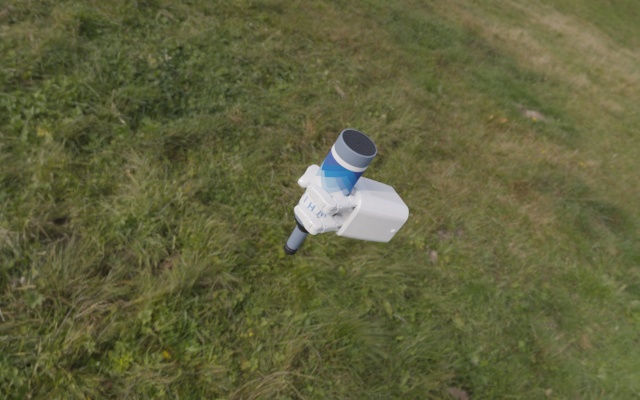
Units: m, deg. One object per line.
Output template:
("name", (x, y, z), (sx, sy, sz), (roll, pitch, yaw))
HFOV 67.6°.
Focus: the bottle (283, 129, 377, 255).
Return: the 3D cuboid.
("bottle", (0.000, 0.003, 0.862), (0.069, 0.069, 0.296), (0, -41, -34))
